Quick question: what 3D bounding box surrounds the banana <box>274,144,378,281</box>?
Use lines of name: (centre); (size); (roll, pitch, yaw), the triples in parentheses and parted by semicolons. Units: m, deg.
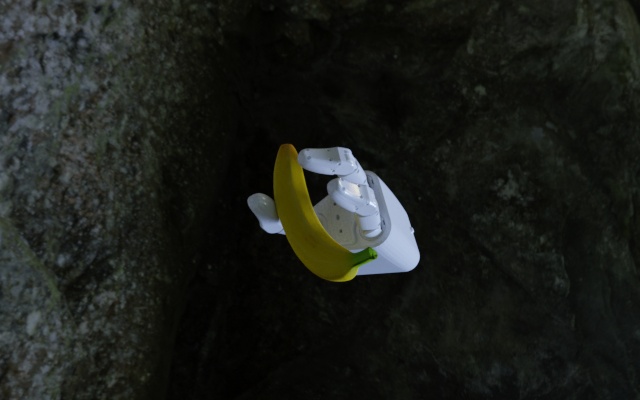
banana: (-0.010, 0.018, 0.477); (0.037, 0.069, 0.197); (25, 19, -43)
